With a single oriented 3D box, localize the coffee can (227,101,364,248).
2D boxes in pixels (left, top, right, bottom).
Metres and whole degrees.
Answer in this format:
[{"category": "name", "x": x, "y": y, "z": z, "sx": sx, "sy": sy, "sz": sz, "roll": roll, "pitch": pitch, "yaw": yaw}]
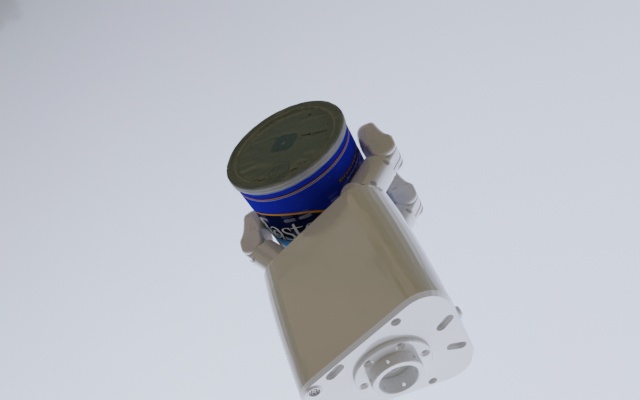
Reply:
[{"category": "coffee can", "x": 0.000, "y": 0.001, "z": 0.412, "sx": 0.103, "sy": 0.102, "sz": 0.140, "roll": 0, "pitch": -42, "yaw": 35}]
